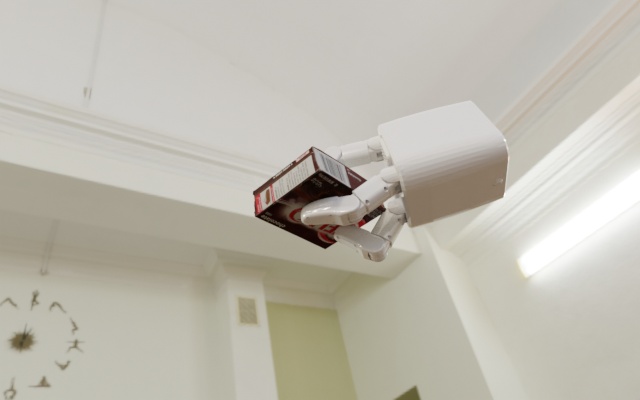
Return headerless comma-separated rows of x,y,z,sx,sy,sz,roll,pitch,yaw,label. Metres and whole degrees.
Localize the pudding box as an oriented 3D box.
0.000,0.001,0.501,0.090,0.039,0.113,-35,-45,26,pudding box
